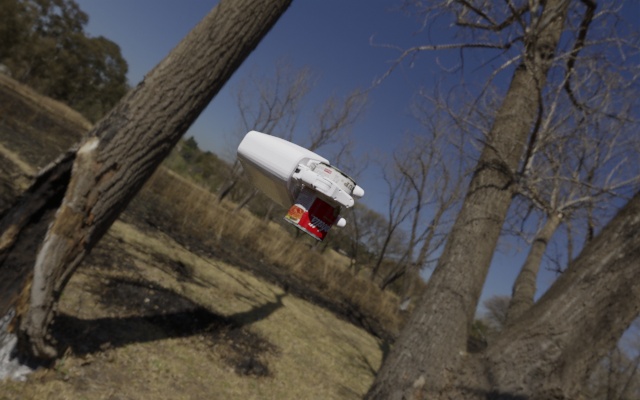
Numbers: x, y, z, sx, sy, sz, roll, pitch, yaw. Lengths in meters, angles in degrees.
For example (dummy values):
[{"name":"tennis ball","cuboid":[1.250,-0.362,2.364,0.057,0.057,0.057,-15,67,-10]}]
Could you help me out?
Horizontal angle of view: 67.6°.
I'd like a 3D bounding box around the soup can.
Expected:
[{"name":"soup can","cuboid":[0.001,0.002,0.715,0.068,0.102,0.068,32,-5,3]}]
